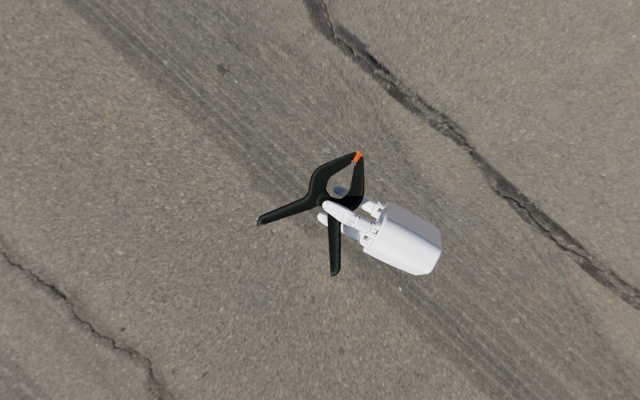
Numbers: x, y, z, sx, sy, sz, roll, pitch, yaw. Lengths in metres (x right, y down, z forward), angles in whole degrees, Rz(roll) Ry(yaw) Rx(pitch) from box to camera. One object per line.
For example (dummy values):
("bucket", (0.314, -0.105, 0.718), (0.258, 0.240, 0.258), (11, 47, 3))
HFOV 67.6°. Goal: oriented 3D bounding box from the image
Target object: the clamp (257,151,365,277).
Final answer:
("clamp", (0.001, 0.002, 0.803), (0.164, 0.210, 0.036), (27, 6, 1))
